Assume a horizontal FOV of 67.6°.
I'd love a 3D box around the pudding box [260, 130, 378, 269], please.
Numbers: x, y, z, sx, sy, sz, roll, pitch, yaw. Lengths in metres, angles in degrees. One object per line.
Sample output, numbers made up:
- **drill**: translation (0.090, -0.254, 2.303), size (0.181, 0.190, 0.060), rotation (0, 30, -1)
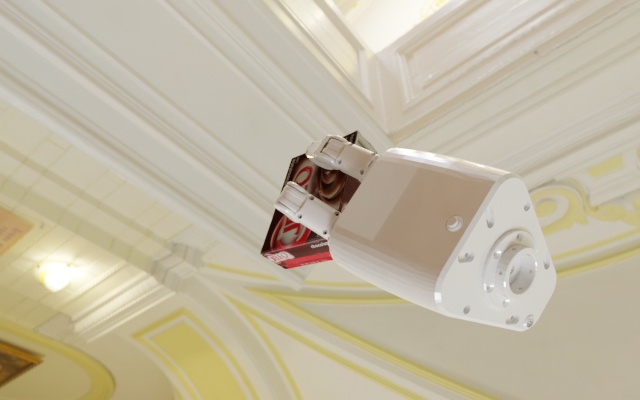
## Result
- **pudding box**: translation (0.000, 0.001, 0.431), size (0.090, 0.113, 0.039), rotation (-17, -46, 42)
